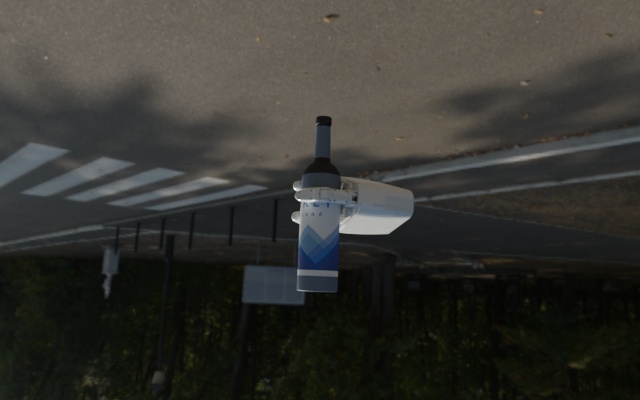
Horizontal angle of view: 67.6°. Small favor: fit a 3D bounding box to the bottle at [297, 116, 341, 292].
[{"bbox_3d":[0.000,0.003,0.802,0.069,0.295,0.069,2,-9,0],"label":"bottle"}]
